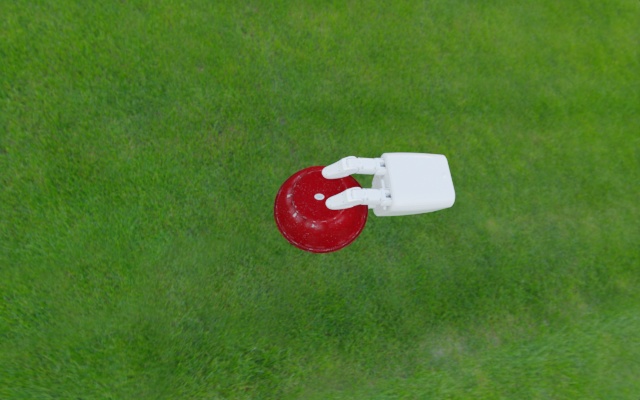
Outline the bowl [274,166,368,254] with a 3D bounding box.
[{"bbox_3d":[-0.001,0.003,0.787,0.162,0.162,0.055,0,-24,1],"label":"bowl"}]
